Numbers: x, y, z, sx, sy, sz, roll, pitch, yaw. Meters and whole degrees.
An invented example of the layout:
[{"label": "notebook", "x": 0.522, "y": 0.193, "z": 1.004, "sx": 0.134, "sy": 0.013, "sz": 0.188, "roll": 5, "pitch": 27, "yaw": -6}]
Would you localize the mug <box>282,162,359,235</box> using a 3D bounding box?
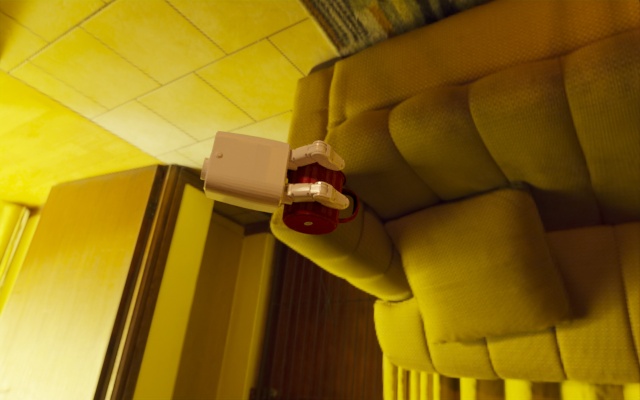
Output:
[{"label": "mug", "x": 0.001, "y": 0.003, "z": 0.709, "sx": 0.117, "sy": 0.081, "sz": 0.093, "roll": 12, "pitch": -26, "yaw": -9}]
